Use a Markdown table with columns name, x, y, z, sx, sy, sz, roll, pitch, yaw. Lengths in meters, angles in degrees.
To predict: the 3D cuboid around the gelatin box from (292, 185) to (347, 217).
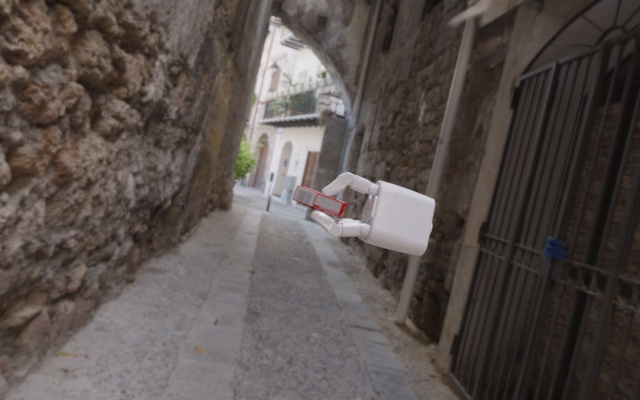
| name | x | y | z | sx | sy | sz | roll | pitch | yaw |
| --- | --- | --- | --- | --- | --- | --- | --- | --- | --- |
| gelatin box | 0.000 | 0.002 | 0.840 | 0.089 | 0.030 | 0.073 | 21 | 1 | 6 |
